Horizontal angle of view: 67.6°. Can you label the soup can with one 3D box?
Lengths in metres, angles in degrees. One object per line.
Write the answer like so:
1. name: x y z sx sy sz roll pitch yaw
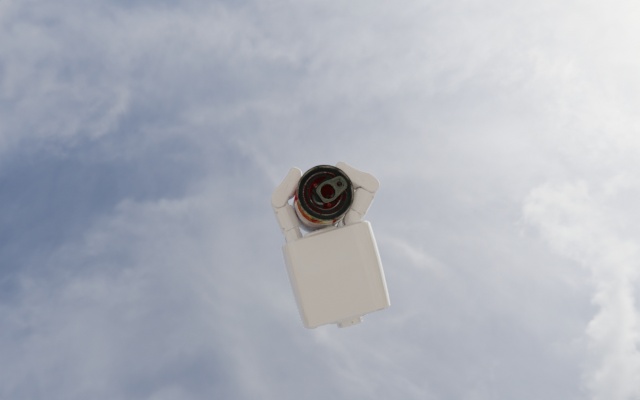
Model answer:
1. soup can: 0.000 0.002 0.601 0.068 0.068 0.102 0 -13 -7
